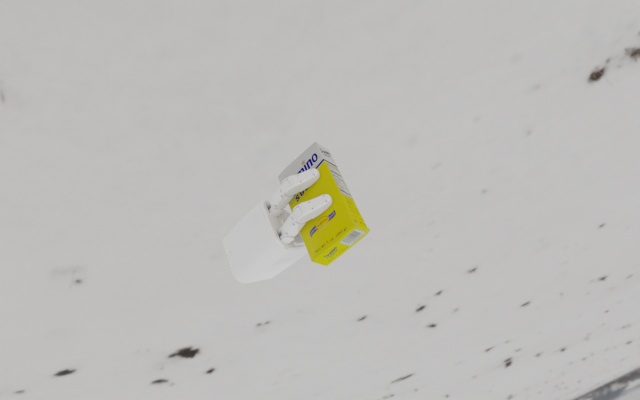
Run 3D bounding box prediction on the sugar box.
[{"bbox_3d":[0.000,0.002,0.744,0.093,0.176,0.048,-40,-35,21],"label":"sugar box"}]
